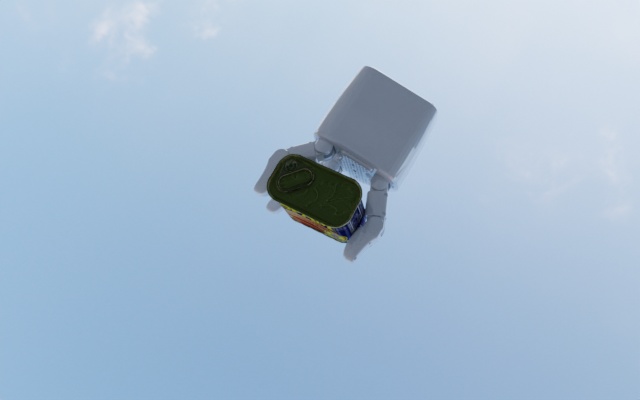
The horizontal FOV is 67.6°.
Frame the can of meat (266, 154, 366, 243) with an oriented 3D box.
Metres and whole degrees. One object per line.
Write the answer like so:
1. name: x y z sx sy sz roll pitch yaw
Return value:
1. can of meat: 0.000 0.002 0.537 0.102 0.057 0.084 25 -13 18
